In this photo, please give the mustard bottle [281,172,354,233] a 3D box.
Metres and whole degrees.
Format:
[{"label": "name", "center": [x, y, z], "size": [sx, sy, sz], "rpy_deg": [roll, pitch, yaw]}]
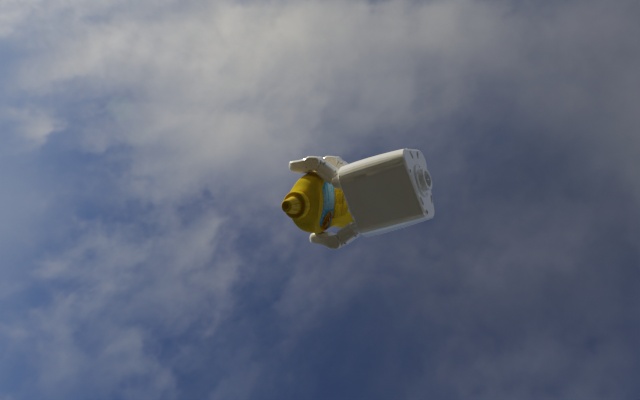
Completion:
[{"label": "mustard bottle", "center": [0.000, 0.002, 0.763], "size": [0.058, 0.096, 0.191], "rpy_deg": [11, 9, 29]}]
